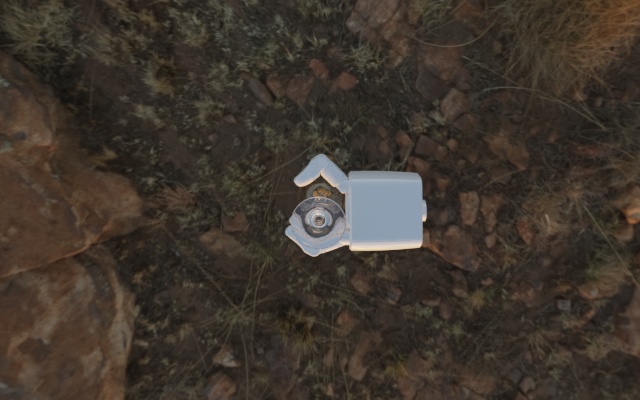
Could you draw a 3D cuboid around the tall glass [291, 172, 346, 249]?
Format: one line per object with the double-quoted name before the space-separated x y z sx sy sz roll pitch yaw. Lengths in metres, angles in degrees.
"tall glass" 0.000 0.003 0.733 0.079 0.079 0.201 0 17 1
